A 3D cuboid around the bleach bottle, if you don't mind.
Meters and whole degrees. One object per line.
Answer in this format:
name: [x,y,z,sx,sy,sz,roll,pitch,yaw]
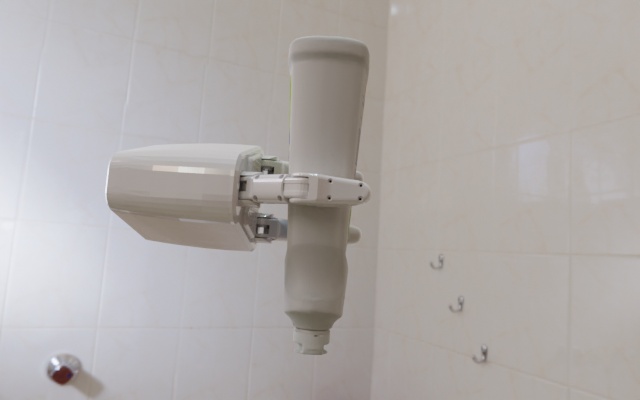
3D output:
bleach bottle: [0.000,0.001,0.405,0.068,0.251,0.102,4,-6,3]
